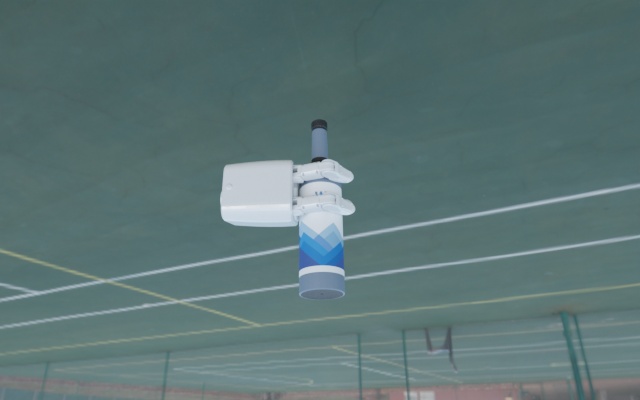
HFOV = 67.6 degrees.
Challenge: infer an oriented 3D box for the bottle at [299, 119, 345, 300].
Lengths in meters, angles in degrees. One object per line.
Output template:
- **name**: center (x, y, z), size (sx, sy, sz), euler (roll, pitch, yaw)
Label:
- **bottle**: center (0.000, 0.003, 0.749), size (0.069, 0.295, 0.069), euler (-1, -25, 0)
